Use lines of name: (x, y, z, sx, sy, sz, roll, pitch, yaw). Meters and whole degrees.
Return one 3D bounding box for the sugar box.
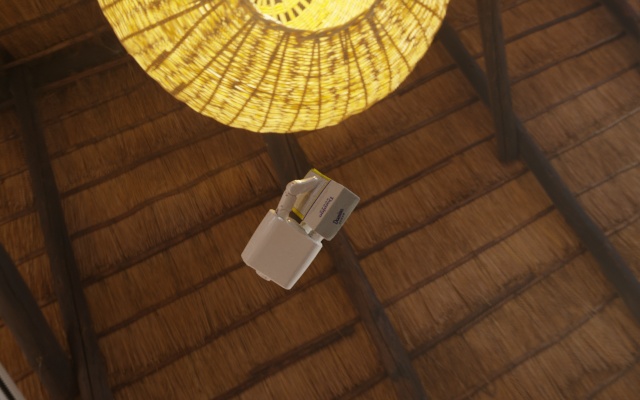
sugar box: (0.000, 0.003, 0.886, 0.048, 0.093, 0.176, 35, 2, -27)
